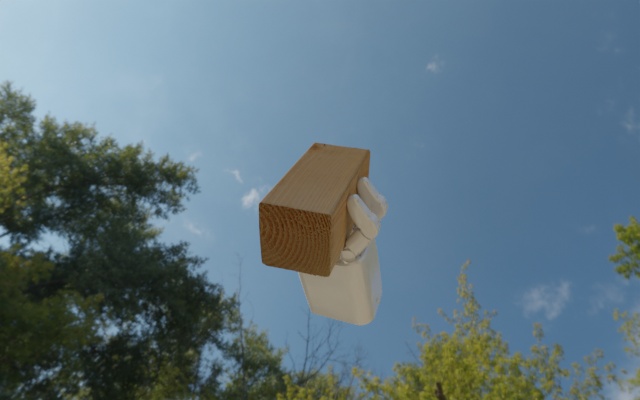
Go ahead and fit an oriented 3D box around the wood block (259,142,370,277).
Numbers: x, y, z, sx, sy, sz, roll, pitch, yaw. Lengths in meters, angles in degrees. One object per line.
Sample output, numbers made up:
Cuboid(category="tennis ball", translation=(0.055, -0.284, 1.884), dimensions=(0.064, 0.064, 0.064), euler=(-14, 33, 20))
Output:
Cuboid(category="wood block", translation=(0.000, 0.002, 0.646), dimensions=(0.091, 0.090, 0.206), euler=(9, 29, 15))
